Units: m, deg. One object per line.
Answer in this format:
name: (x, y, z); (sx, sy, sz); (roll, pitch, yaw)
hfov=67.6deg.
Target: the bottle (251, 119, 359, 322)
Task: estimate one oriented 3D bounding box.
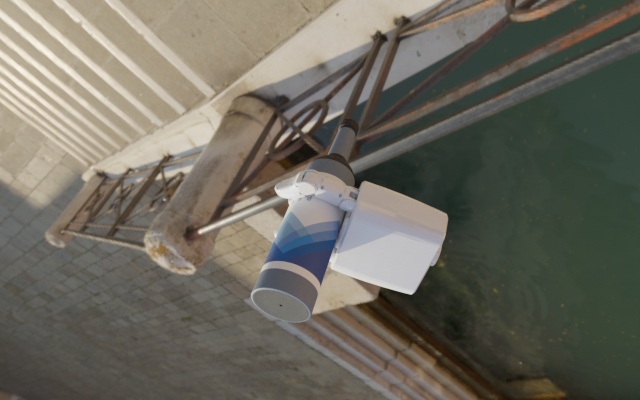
bottle: (0.000, 0.002, 0.585); (0.069, 0.295, 0.069); (13, -39, 10)
